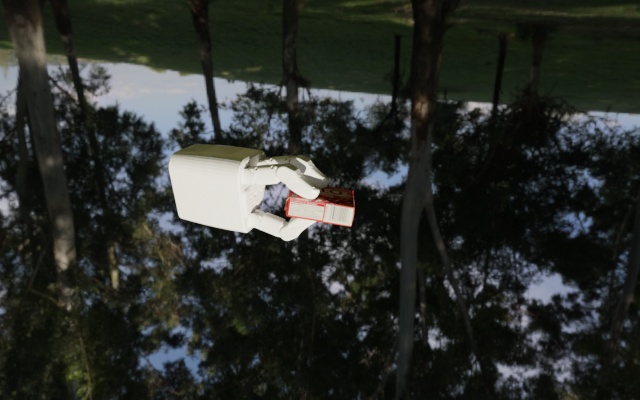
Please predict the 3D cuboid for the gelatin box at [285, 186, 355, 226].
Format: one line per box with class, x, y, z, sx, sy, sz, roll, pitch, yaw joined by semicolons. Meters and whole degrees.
gelatin box;0.000;0.003;0.644;0.089;0.030;0.073;9;19;-1
